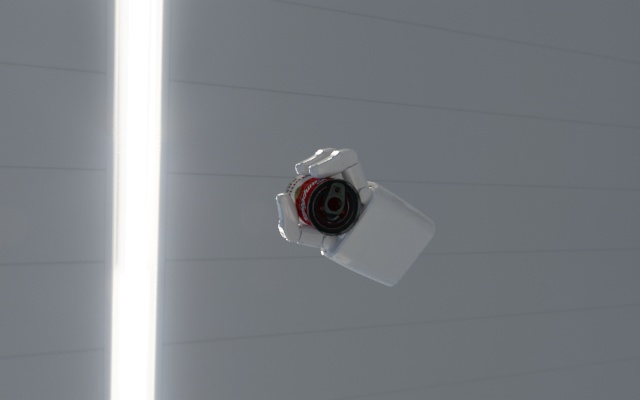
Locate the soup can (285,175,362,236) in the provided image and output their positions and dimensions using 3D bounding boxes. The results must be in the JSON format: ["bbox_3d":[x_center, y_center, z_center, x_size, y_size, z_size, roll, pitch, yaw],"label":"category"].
[{"bbox_3d":[0.000,0.002,0.601,0.068,0.068,0.102,0,7,-20],"label":"soup can"}]
